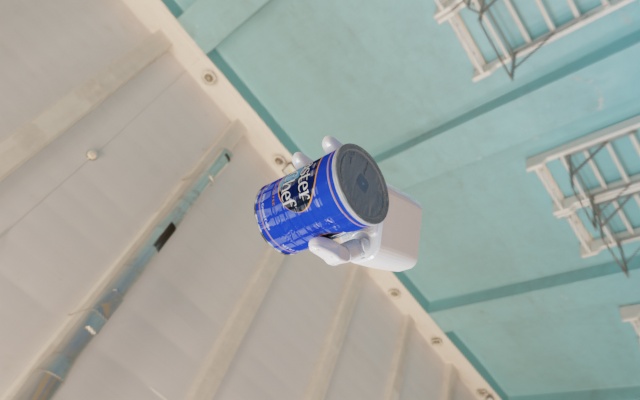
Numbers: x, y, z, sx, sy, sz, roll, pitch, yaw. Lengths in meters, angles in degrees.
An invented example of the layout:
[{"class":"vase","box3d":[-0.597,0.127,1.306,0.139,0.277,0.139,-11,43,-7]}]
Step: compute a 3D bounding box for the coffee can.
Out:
[{"class":"coffee can","box3d":[0.000,0.002,0.605,0.140,0.102,0.103,-24,-14,36]}]
